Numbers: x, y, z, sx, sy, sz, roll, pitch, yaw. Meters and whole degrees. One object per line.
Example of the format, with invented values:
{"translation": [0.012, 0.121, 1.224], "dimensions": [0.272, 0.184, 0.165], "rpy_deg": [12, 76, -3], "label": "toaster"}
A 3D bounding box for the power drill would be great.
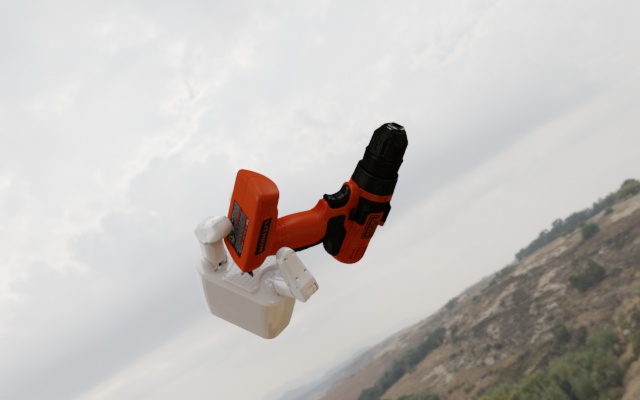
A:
{"translation": [0.000, 0.002, 0.508], "dimensions": [0.187, 0.184, 0.057], "rpy_deg": [-5, 36, -34], "label": "power drill"}
